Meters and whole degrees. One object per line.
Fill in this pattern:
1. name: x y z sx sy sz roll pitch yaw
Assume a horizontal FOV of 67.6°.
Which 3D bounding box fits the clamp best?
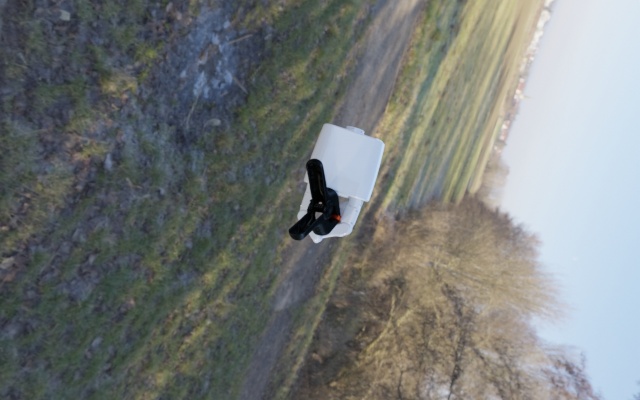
1. clamp: 0.001 0.003 0.747 0.039 0.120 0.171 18 2 17
